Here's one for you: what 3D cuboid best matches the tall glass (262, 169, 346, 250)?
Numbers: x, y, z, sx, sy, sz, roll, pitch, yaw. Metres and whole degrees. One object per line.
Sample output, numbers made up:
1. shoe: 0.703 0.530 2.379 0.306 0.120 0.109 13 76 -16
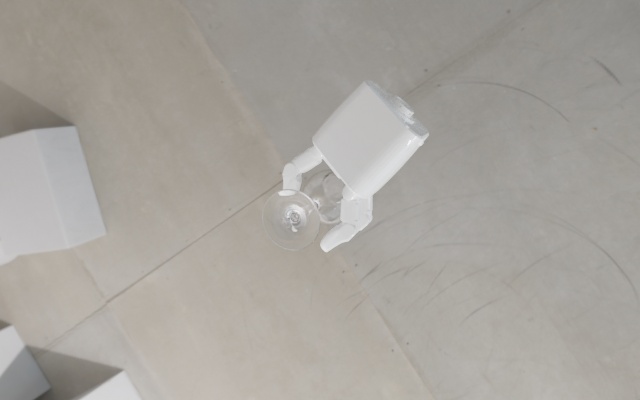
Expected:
1. tall glass: 0.000 0.002 0.650 0.079 0.079 0.201 0 12 21
